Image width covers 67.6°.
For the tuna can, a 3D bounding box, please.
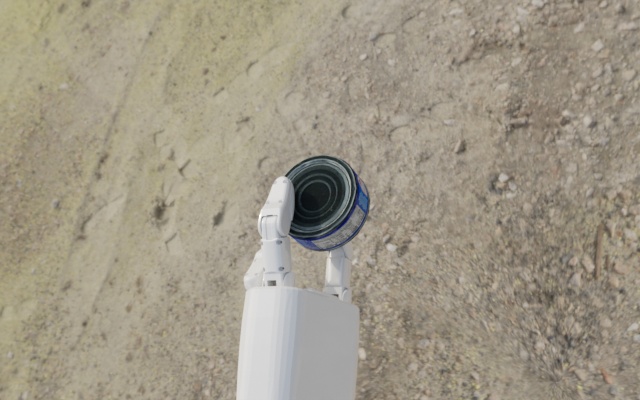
[{"bbox_3d":[0.000,0.001,0.441,0.086,0.086,0.034,0,-24,27],"label":"tuna can"}]
